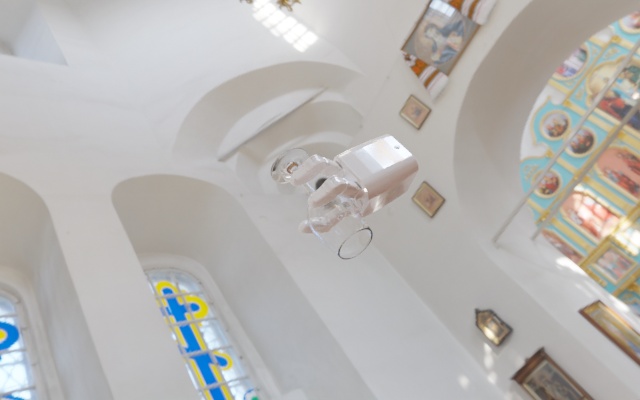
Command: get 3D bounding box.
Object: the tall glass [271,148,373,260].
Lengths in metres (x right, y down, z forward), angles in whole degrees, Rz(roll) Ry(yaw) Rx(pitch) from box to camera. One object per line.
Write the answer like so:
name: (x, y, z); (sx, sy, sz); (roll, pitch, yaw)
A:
tall glass: (0.000, 0.002, 0.758); (0.079, 0.079, 0.201); (0, 39, -42)
